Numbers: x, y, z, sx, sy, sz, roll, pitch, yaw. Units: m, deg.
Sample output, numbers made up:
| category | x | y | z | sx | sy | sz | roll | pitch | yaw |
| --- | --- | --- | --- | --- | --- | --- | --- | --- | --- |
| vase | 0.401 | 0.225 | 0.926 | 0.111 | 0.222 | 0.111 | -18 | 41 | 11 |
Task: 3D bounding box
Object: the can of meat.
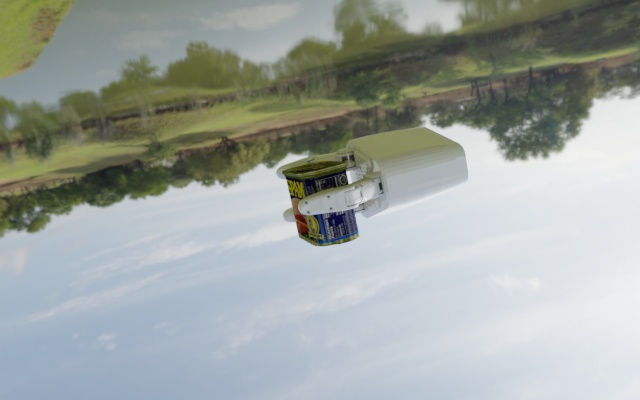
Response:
| category | x | y | z | sx | sy | sz | roll | pitch | yaw |
| --- | --- | --- | --- | --- | --- | --- | --- | --- | --- |
| can of meat | 0.000 | 0.002 | 0.545 | 0.057 | 0.084 | 0.102 | -15 | 10 | -17 |
